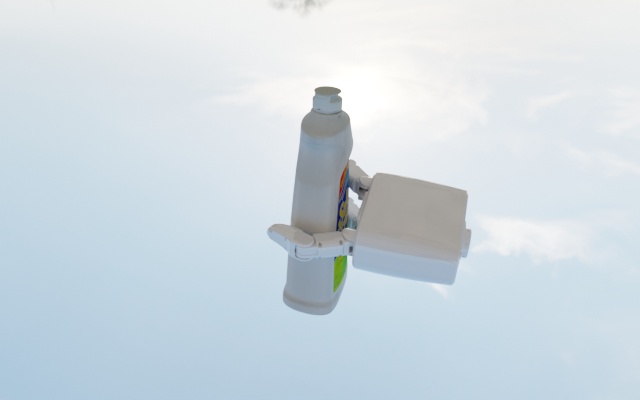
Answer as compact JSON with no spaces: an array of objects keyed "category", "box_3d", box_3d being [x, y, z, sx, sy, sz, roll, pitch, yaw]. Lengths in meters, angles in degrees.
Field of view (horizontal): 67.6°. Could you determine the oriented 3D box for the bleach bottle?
[{"category":"bleach bottle","box_3d":[0.000,0.002,0.532,0.068,0.251,0.102,11,33,14]}]
